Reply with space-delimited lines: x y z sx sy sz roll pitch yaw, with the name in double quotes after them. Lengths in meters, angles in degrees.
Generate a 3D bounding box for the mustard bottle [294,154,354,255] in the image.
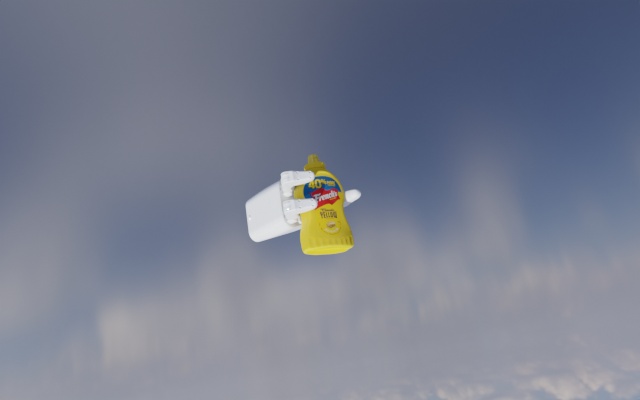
0.000 0.003 0.896 0.096 0.191 0.058 -1 -21 -24 "mustard bottle"
